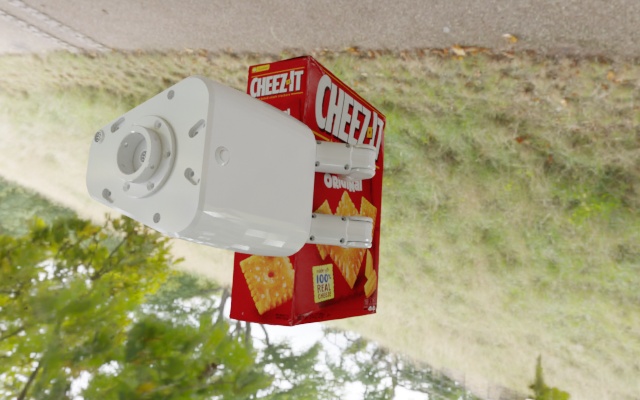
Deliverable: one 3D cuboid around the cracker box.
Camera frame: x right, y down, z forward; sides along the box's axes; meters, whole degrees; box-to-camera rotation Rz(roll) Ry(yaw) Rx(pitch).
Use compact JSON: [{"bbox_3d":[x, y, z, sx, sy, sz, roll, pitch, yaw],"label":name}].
[{"bbox_3d":[0.000,0.002,0.443,0.072,0.213,0.164,-1,-9,30],"label":"cracker box"}]
